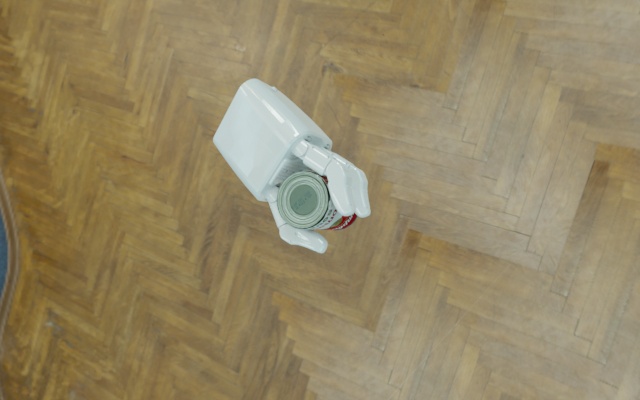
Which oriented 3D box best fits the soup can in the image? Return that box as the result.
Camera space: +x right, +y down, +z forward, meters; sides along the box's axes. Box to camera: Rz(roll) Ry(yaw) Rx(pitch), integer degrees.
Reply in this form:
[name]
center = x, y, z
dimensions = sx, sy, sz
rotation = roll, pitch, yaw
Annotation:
[soup can]
center = 0.000, 0.002, 0.578
dimensions = 0.068, 0.068, 0.102
rotation = 0, -4, 24
